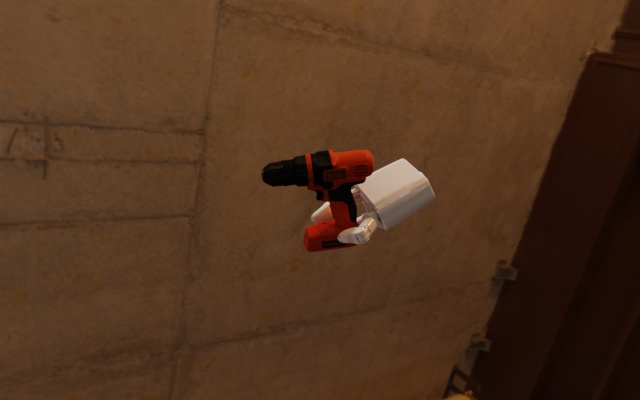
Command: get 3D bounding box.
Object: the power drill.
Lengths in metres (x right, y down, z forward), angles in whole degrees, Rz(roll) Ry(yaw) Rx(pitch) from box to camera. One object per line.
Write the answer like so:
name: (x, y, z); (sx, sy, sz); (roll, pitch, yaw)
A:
power drill: (0.000, 0.003, 0.820); (0.184, 0.188, 0.057); (-6, 39, -2)
